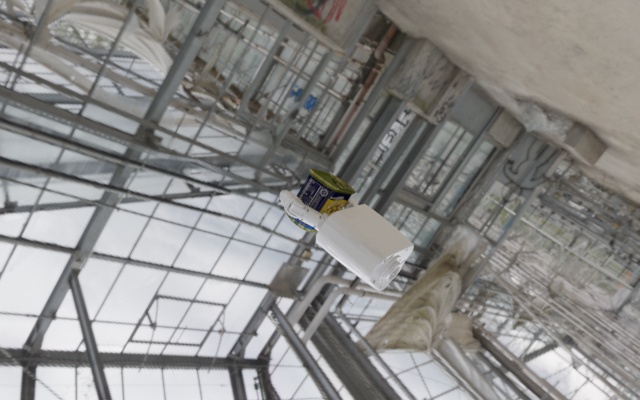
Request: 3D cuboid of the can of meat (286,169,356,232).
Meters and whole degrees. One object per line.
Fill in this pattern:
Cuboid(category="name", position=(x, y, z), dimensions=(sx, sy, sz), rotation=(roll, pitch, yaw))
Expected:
Cuboid(category="can of meat", position=(0.000, 0.003, 0.765), dimensions=(0.057, 0.084, 0.102), rotation=(37, 12, 23))
